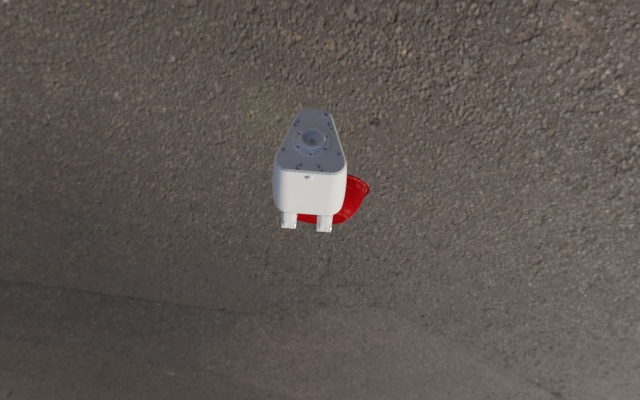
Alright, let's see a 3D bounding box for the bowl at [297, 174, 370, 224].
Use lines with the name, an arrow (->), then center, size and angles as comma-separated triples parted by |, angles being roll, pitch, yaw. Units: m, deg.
bowl -> 0.000, 0.003, 0.796 | 0.162, 0.055, 0.162 | 3, -17, 1
